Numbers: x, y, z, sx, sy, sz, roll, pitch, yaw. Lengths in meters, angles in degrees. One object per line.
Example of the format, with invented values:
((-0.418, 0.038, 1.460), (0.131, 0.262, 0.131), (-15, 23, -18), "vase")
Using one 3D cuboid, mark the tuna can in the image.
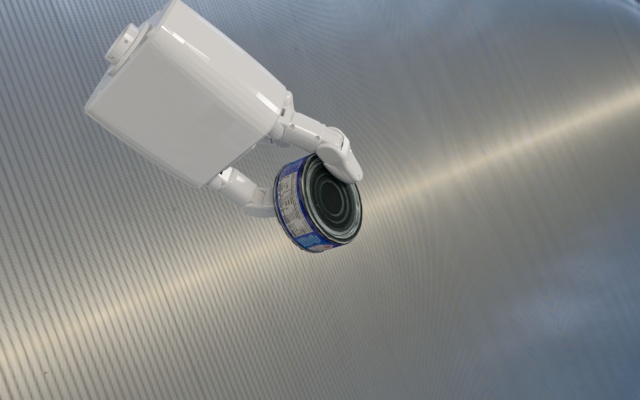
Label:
((0.001, 0.001, 0.421), (0.034, 0.086, 0.086), (-20, -12, 37), "tuna can")
